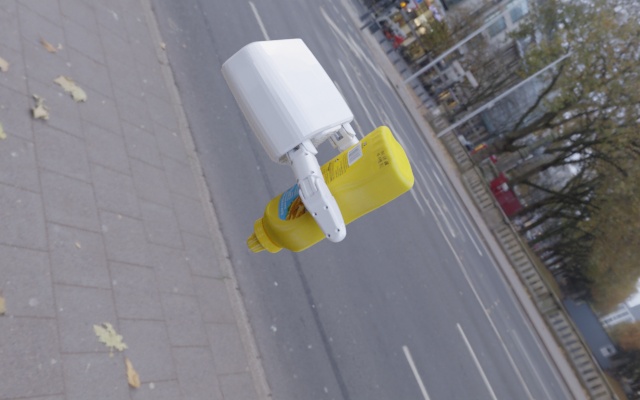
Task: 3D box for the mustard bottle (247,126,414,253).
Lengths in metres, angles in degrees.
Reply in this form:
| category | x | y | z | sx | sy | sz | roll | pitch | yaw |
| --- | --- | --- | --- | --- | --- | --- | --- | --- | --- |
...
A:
| category | x | y | z | sx | sy | sz | roll | pitch | yaw |
| --- | --- | --- | --- | --- | --- | --- | --- | --- | --- |
| mustard bottle | 0.000 | 0.002 | 0.495 | 0.192 | 0.058 | 0.096 | -32 | 26 | 19 |
